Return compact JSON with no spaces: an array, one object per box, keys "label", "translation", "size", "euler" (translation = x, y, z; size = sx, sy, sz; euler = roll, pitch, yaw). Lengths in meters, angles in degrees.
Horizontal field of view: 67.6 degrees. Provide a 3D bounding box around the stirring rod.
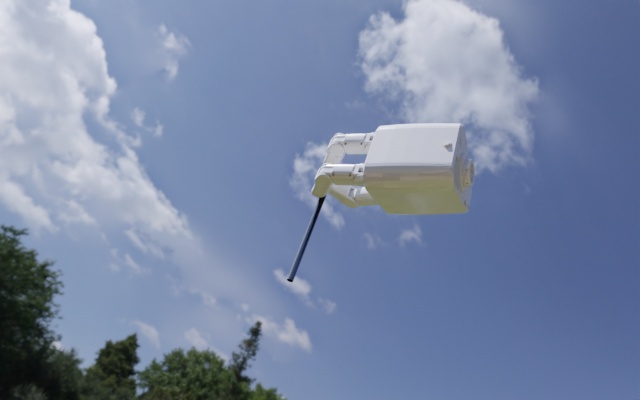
[{"label":"stirring rod","translation":[0.000,0.002,0.633],"size":[0.011,0.239,0.011],"euler":[15,-34,10]}]
